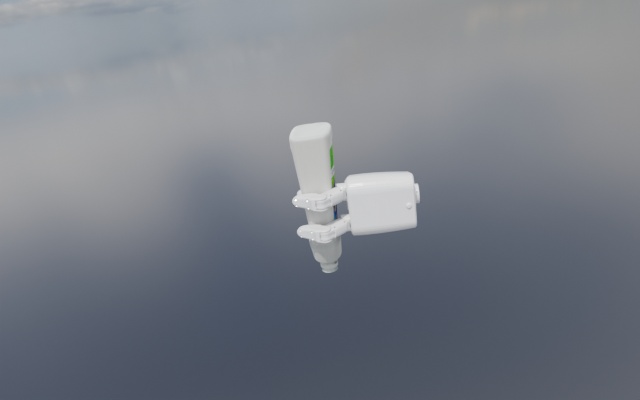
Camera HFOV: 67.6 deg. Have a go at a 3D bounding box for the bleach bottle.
[{"bbox_3d":[0.000,0.003,0.808,0.068,0.251,0.102,-6,22,6],"label":"bleach bottle"}]
